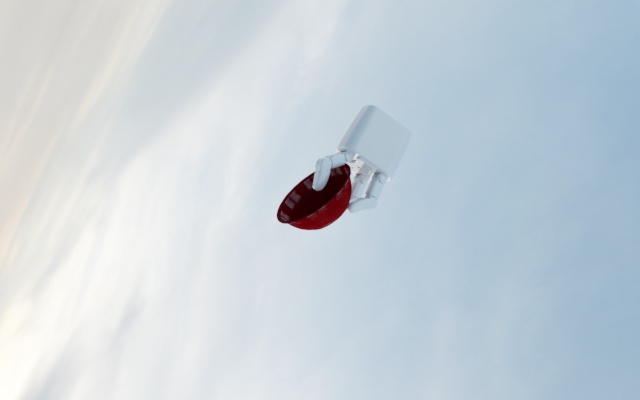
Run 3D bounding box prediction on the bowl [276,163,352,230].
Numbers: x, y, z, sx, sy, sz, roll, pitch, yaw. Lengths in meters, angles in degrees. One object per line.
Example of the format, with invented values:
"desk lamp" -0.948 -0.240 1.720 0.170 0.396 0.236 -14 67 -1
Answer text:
"bowl" -0.001 0.004 0.868 0.162 0.055 0.162 -30 24 15
